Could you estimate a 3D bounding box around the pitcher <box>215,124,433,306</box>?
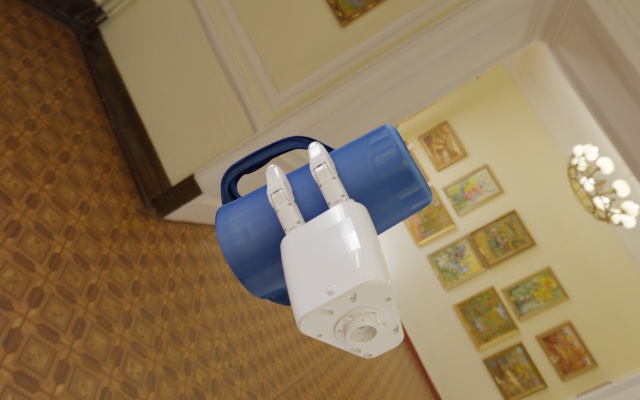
[{"bbox_3d":[0.000,0.002,0.579,0.243,0.149,0.145,-29,37,11],"label":"pitcher"}]
